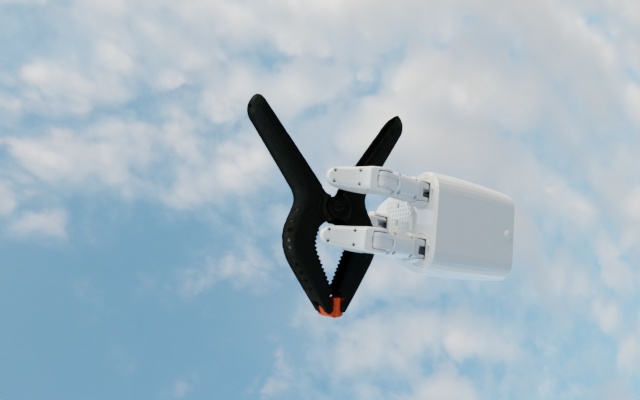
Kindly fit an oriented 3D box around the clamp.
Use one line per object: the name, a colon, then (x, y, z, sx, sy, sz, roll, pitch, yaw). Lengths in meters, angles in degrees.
clamp: (0.000, 0.002, 0.453, 0.164, 0.210, 0.036, 11, -12, -23)
